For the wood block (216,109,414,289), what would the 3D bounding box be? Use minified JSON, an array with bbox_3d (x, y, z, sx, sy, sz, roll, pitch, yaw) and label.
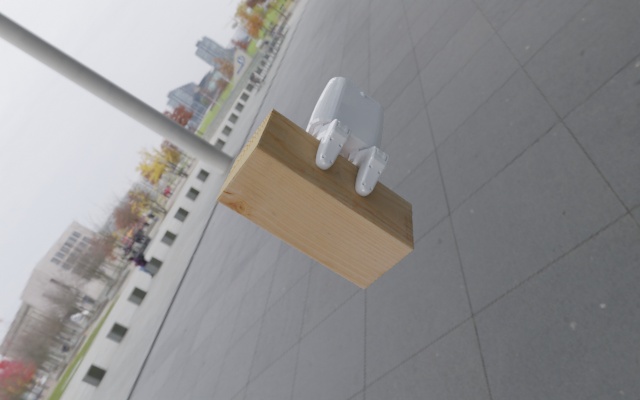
[{"bbox_3d":[0.000,0.002,0.554,0.206,0.091,0.090,33,35,-16],"label":"wood block"}]
